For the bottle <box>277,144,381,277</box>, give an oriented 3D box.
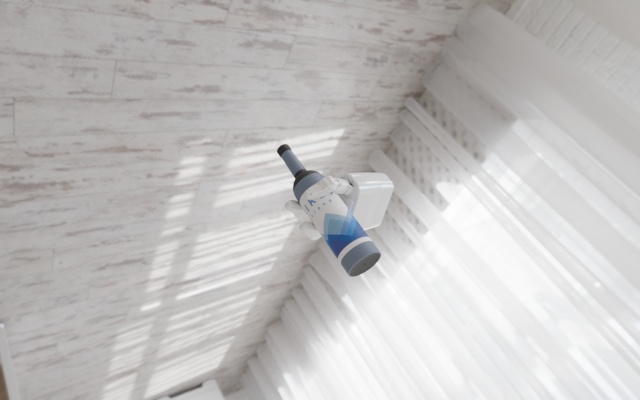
[{"bbox_3d":[0.000,0.003,0.870,0.069,0.295,0.069,-26,-30,-17],"label":"bottle"}]
